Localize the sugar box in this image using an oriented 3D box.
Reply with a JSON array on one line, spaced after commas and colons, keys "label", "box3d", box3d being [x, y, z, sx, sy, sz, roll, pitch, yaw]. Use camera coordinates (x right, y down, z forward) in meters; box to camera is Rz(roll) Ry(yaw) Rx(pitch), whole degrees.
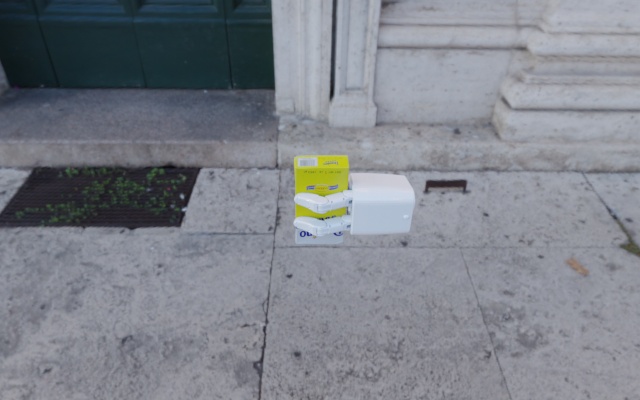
[{"label": "sugar box", "box3d": [0.000, 0.003, 0.856, 0.093, 0.176, 0.048, 0, 36, -1]}]
